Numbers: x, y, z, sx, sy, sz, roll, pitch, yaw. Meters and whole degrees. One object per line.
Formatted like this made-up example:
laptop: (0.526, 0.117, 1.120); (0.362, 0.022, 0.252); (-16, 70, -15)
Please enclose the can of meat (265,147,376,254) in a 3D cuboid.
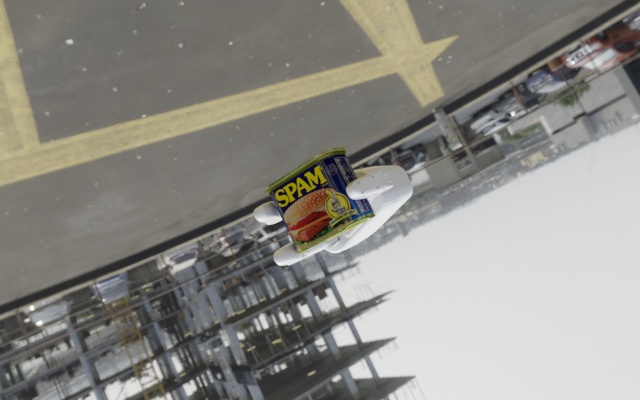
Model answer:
can of meat: (0.000, 0.002, 0.531); (0.102, 0.084, 0.057); (-30, -7, 30)
